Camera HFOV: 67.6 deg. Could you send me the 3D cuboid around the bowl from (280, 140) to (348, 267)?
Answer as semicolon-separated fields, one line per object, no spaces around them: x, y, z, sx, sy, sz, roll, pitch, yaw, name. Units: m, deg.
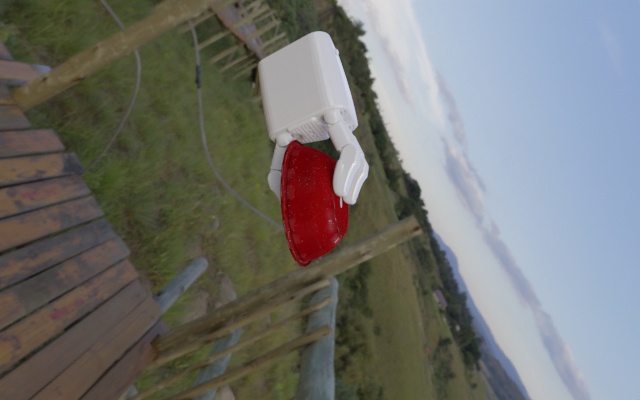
0.001;0.003;0.603;0.055;0.162;0.162;-4;-1;14;bowl
